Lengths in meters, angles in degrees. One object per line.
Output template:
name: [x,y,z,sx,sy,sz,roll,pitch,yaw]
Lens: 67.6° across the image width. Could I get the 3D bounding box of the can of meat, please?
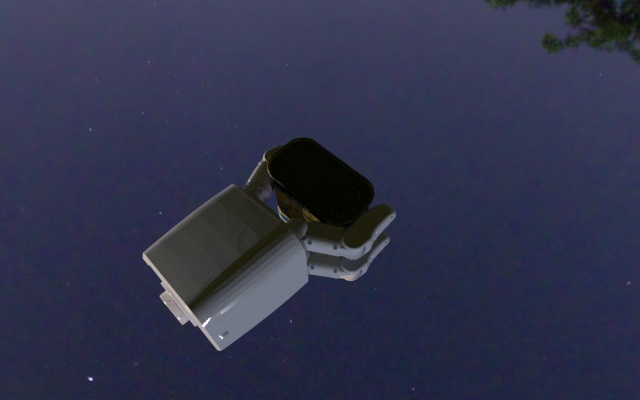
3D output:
can of meat: [0.000,0.002,0.468,0.102,0.057,0.084,38,-24,22]
